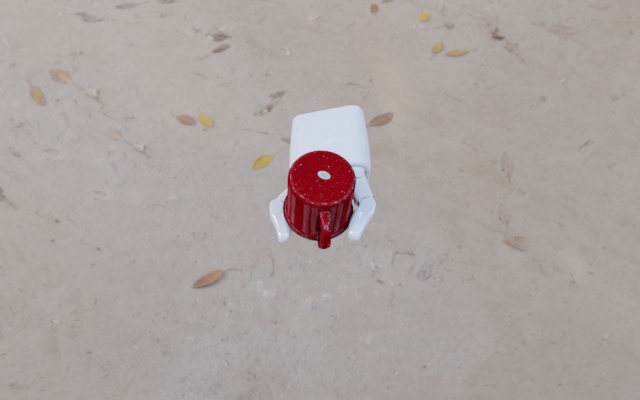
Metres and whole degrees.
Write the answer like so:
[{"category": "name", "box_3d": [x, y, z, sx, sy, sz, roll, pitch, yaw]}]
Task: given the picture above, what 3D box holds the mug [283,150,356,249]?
[{"category": "mug", "box_3d": [0.000, 0.003, 0.586, 0.093, 0.117, 0.081, 0, -30, -4]}]
